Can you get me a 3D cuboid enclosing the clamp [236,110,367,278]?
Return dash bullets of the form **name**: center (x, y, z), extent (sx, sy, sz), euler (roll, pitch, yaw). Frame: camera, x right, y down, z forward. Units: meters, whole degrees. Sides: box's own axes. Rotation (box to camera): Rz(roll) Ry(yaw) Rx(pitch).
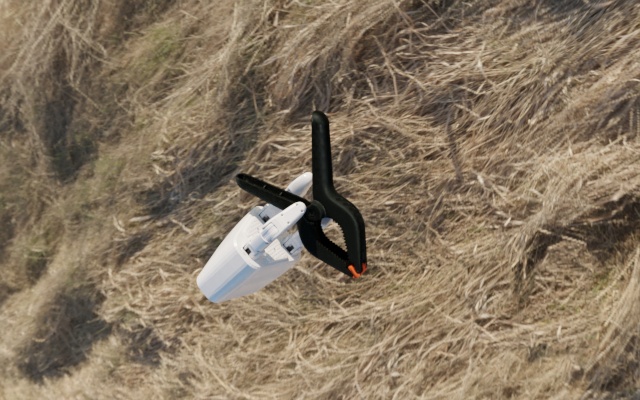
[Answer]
- **clamp**: center (0.000, 0.003, 0.609), extent (0.165, 0.210, 0.036), euler (-42, -5, 32)
